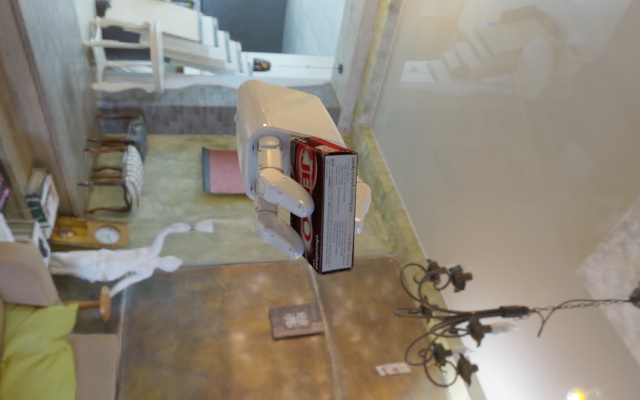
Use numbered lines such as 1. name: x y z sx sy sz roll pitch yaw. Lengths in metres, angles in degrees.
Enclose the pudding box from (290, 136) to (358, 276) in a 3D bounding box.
1. pudding box: 0.000 0.001 0.452 0.039 0.113 0.090 -6 16 -19
